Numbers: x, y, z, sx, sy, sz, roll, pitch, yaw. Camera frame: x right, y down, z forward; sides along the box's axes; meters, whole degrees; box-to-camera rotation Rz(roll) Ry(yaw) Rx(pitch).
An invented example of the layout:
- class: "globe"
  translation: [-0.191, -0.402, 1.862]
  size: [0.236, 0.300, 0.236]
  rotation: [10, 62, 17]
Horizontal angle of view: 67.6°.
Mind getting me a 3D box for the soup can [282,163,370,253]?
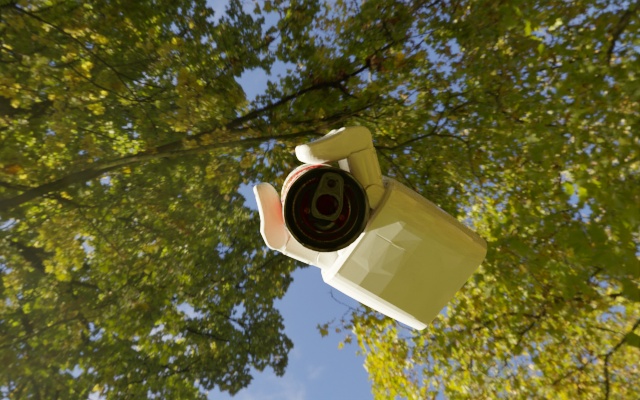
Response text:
- class: "soup can"
  translation: [0.000, 0.001, 0.419]
  size: [0.068, 0.068, 0.102]
  rotation: [0, 7, -6]
